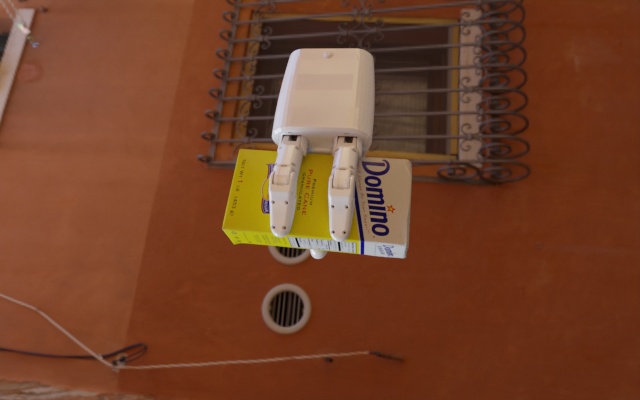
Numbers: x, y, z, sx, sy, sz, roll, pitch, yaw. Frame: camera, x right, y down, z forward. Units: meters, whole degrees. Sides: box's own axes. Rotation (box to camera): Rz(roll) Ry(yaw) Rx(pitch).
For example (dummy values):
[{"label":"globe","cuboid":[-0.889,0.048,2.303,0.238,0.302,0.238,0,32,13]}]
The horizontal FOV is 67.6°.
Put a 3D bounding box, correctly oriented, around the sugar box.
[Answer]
[{"label":"sugar box","cuboid":[0.000,0.001,0.475,0.176,0.093,0.048,3,-24,9]}]
